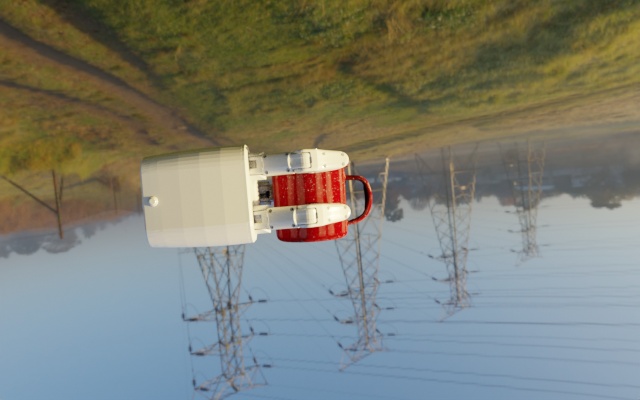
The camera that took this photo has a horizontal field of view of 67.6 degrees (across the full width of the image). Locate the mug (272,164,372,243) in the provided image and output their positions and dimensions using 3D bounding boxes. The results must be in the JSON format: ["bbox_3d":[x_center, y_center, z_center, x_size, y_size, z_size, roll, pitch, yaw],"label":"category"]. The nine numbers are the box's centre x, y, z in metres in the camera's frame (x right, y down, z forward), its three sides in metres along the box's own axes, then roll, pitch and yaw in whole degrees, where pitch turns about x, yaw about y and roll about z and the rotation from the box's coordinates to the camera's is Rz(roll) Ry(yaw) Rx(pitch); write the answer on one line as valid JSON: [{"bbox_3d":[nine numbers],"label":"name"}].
[{"bbox_3d":[0.002,0.002,0.542,0.117,0.081,0.093,-4,2,-1],"label":"mug"}]
